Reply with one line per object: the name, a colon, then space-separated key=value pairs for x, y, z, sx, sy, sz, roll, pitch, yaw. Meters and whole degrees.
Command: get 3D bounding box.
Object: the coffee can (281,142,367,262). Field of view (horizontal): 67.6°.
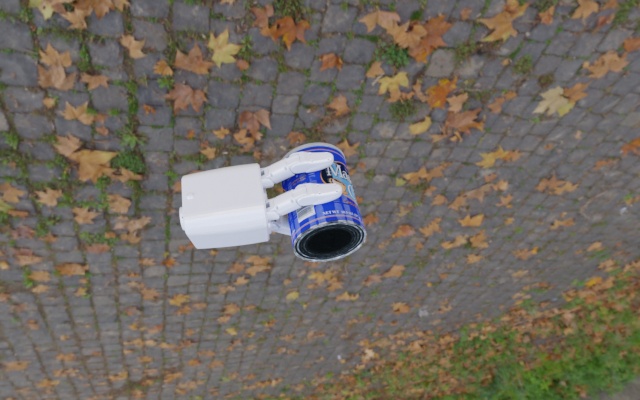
coffee can: x=0.000 y=0.002 z=0.687 sx=0.103 sy=0.140 sz=0.103 roll=-9 pitch=-35 yaw=-6
